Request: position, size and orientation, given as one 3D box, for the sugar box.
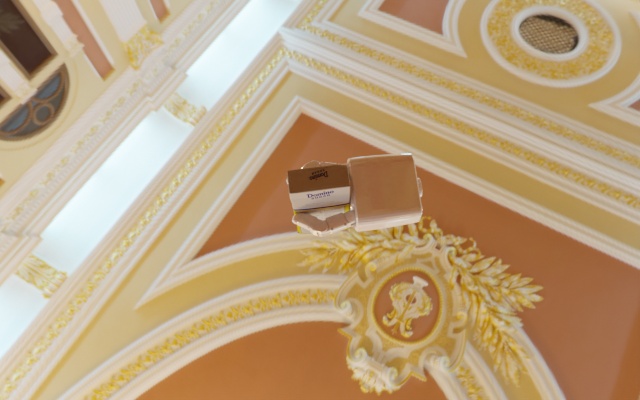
[{"bbox_3d":[0.000,0.002,0.783,0.093,0.048,0.176,-7,-27,-1],"label":"sugar box"}]
